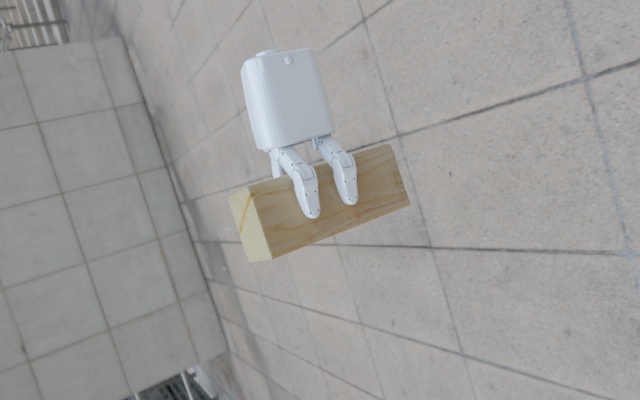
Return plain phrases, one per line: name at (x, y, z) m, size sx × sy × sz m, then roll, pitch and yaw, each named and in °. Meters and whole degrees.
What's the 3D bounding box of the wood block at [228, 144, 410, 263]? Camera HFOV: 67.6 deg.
wood block at (0.000, 0.002, 0.618) m, size 0.206 × 0.090 × 0.091 m, roll -19°, pitch 0°, yaw -27°
